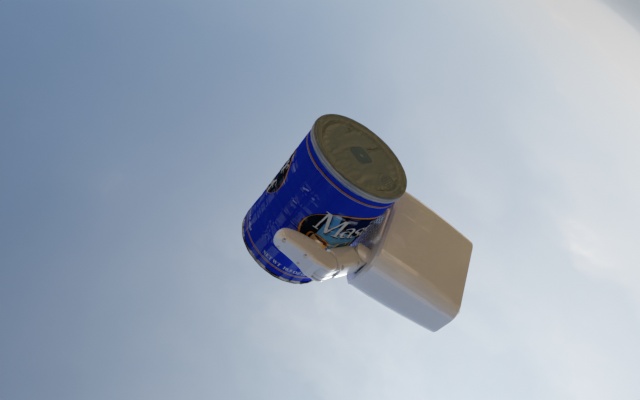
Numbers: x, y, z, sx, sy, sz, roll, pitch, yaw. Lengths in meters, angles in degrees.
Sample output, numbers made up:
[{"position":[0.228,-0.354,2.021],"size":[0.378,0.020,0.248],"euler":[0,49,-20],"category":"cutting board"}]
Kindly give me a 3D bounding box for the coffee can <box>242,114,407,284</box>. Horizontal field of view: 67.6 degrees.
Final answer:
[{"position":[0.000,0.001,0.466],"size":[0.103,0.102,0.140],"euler":[0,-38,-43],"category":"coffee can"}]
